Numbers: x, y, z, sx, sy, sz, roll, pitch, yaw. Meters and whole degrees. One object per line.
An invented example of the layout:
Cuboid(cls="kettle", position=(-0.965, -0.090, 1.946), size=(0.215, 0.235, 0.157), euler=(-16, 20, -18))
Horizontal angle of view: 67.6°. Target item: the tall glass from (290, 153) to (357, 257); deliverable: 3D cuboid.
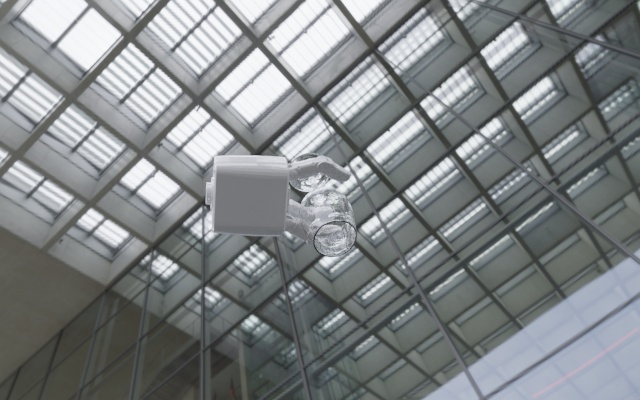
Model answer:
Cuboid(cls="tall glass", position=(0.000, 0.002, 0.731), size=(0.079, 0.079, 0.201), euler=(0, 30, -14))
